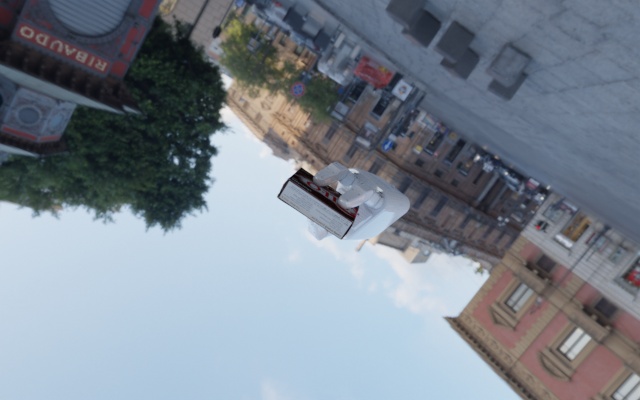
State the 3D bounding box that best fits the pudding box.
[{"bbox_3d":[0.000,0.002,0.701,0.113,0.039,0.090,32,16,1],"label":"pudding box"}]
